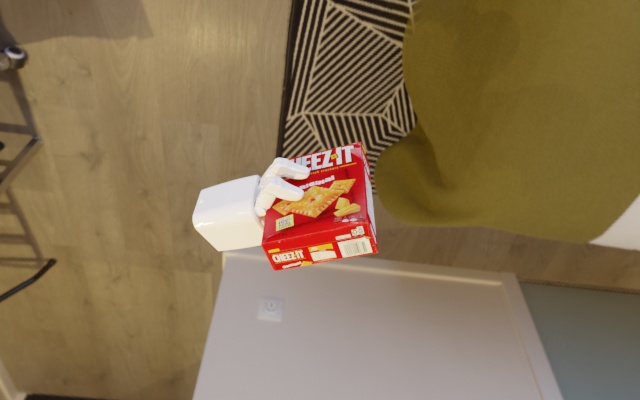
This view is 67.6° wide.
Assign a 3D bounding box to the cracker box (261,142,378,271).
[{"bbox_3d":[0.000,0.003,0.774,0.164,0.072,0.213,-12,39,11],"label":"cracker box"}]
